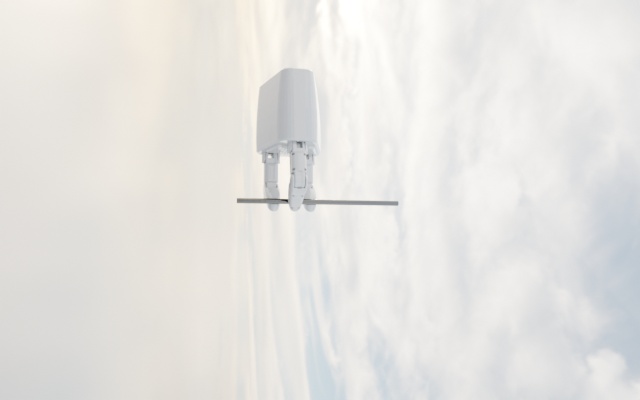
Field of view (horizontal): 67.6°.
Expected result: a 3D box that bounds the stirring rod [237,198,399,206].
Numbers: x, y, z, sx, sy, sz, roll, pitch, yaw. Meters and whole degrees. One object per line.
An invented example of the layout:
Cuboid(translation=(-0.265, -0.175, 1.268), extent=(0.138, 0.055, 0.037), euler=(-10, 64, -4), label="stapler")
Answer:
Cuboid(translation=(0.000, 0.002, 0.694), extent=(0.239, 0.011, 0.011), euler=(1, 0, -14), label="stirring rod")
